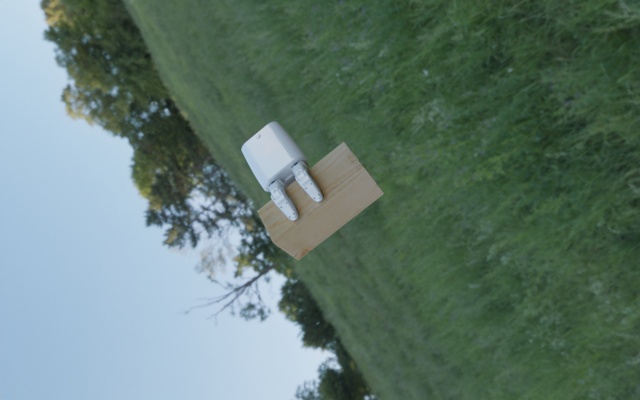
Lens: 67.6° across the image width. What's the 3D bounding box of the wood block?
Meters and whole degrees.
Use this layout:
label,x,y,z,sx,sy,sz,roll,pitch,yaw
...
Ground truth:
label,x,y,z,sx,sy,sz,roll,pitch,yaw
wood block,0.000,0.003,0.883,0.206,0.090,0.091,-38,-39,7
